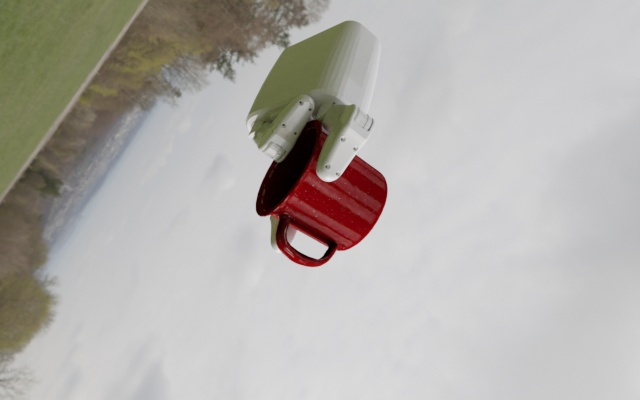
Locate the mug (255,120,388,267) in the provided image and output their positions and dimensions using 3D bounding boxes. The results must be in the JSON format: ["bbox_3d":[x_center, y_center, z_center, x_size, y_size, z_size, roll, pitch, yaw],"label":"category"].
[{"bbox_3d":[0.000,0.003,0.405,0.081,0.117,0.093,32,-34,-22],"label":"mug"}]
